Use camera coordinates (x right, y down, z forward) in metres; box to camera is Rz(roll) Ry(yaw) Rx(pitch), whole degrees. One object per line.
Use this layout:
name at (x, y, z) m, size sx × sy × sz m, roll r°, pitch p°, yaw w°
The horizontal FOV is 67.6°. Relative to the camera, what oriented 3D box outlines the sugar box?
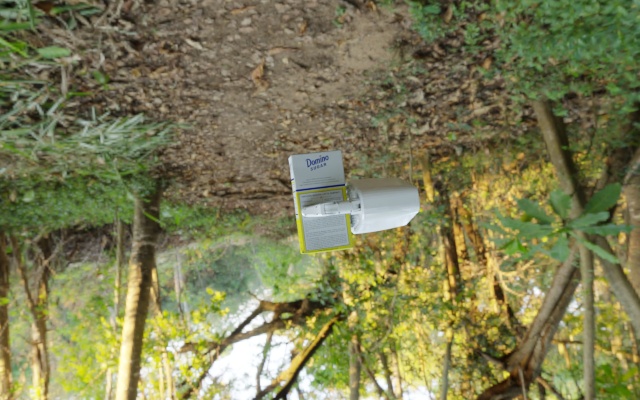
sugar box at (0.000, 0.003, 0.851) m, size 0.093 × 0.176 × 0.048 m, roll -6°, pitch -3°, yaw -11°
